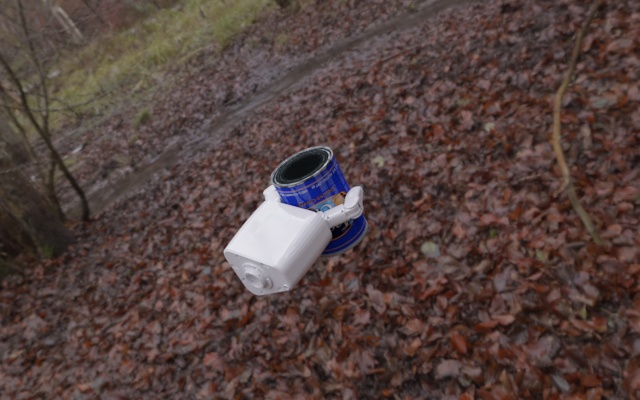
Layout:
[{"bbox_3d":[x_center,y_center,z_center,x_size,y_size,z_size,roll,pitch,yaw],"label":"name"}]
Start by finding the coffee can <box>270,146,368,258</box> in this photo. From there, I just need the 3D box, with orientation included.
[{"bbox_3d":[0.000,0.002,0.736,0.103,0.140,0.102,-21,29,12],"label":"coffee can"}]
